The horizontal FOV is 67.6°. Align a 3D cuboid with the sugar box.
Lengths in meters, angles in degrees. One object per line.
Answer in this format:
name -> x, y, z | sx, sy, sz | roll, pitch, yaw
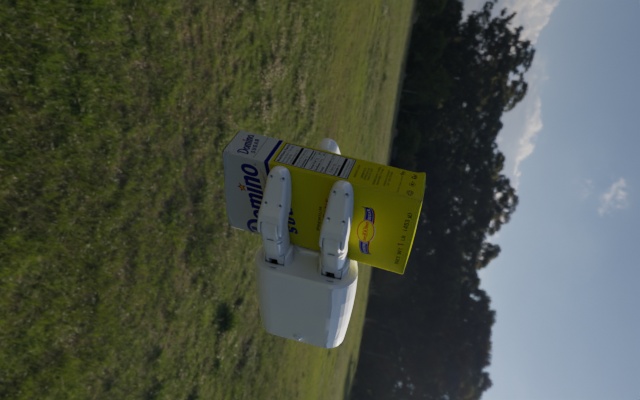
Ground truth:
sugar box -> 0.000, 0.002, 0.435 | 0.176, 0.093, 0.048 | 12, 41, 10
